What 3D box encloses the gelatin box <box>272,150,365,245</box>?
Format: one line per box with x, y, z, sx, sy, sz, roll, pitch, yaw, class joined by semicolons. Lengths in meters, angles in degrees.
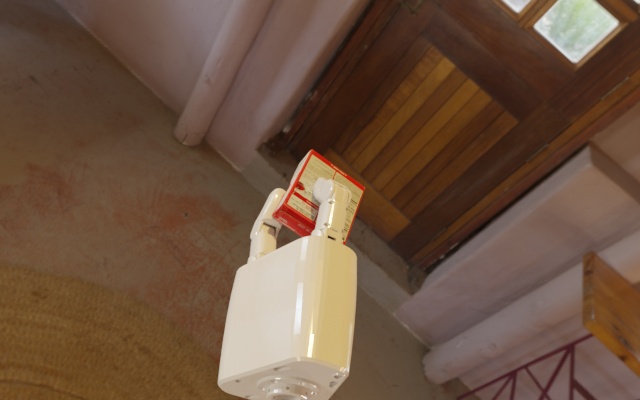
0.000;0.001;0.490;0.073;0.089;0.030;35;-43;-12;gelatin box
